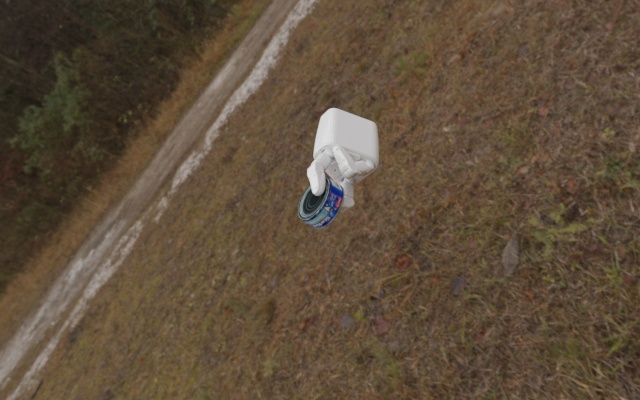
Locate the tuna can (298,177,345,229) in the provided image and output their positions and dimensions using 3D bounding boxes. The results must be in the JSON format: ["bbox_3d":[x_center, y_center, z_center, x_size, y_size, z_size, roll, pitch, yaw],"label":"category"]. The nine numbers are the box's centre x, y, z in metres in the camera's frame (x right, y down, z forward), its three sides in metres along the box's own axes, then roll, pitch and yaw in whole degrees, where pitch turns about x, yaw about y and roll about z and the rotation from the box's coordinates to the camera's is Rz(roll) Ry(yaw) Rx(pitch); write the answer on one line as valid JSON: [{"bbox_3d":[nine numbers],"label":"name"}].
[{"bbox_3d":[0.000,0.002,0.811,0.034,0.086,0.086,30,-16,-29],"label":"tuna can"}]
